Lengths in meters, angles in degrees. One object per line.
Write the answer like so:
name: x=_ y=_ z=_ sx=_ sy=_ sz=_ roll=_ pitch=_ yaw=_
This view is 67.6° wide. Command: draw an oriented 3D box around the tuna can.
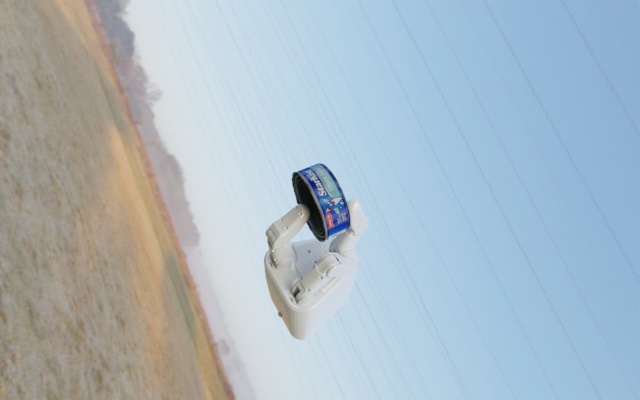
tuna can: x=0.001 y=0.002 z=0.542 sx=0.034 sy=0.086 sz=0.086 roll=-23 pitch=6 yaw=-15
